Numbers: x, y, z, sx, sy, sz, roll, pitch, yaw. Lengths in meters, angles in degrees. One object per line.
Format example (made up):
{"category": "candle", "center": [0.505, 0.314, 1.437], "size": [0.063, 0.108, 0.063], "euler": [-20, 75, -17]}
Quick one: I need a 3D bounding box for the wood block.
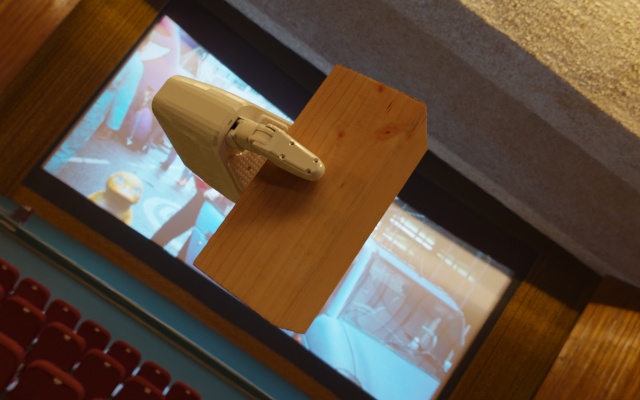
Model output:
{"category": "wood block", "center": [0.000, 0.001, 0.413], "size": [0.090, 0.206, 0.091], "euler": [31, -9, 21]}
